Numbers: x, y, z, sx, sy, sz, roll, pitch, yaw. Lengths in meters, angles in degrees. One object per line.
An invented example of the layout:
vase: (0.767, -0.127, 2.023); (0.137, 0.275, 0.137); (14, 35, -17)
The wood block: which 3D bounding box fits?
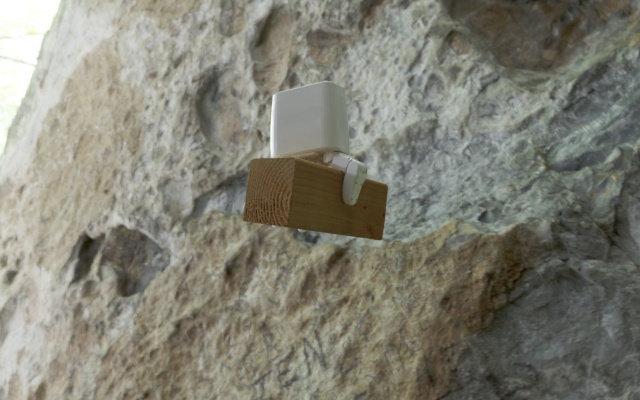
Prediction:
wood block: (0.000, 0.002, 0.692); (0.091, 0.090, 0.206); (3, -6, 43)
